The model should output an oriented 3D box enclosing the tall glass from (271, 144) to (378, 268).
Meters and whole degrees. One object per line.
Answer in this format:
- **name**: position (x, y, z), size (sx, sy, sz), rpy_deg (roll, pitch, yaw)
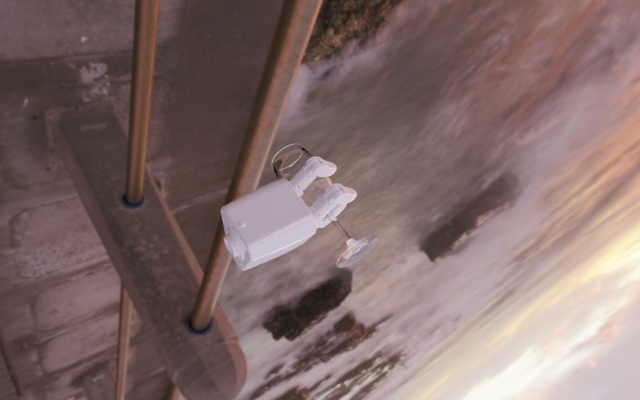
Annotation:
- **tall glass**: position (0.001, 0.003, 0.740), size (0.079, 0.201, 0.079), rpy_deg (-30, -25, -15)
